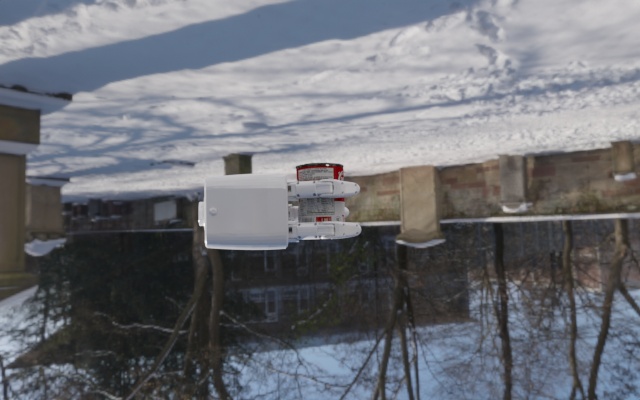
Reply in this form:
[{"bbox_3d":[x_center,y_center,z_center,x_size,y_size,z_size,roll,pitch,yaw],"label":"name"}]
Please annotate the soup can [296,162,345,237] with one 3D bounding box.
[{"bbox_3d":[0.001,0.002,0.667,0.068,0.102,0.068,-2,-4,0],"label":"soup can"}]
